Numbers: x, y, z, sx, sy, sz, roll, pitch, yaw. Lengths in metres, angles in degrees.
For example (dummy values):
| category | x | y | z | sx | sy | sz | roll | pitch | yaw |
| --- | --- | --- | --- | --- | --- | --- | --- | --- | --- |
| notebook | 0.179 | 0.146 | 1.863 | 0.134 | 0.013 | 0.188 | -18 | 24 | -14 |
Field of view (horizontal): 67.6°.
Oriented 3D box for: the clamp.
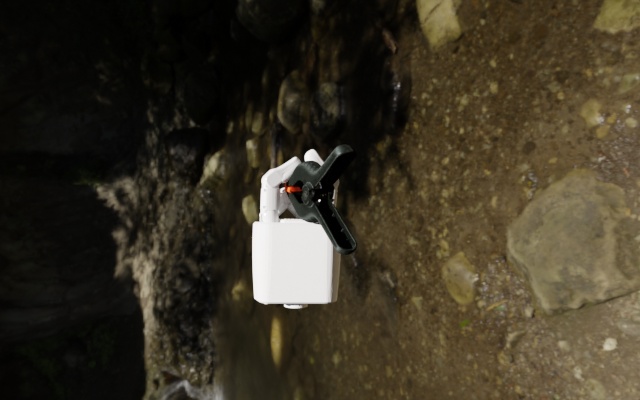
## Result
| category | x | y | z | sx | sy | sz | roll | pitch | yaw |
| --- | --- | --- | --- | --- | --- | --- | --- | --- | --- |
| clamp | -0.001 | 0.002 | 0.581 | 0.039 | 0.120 | 0.171 | 2 | -2 | -22 |
